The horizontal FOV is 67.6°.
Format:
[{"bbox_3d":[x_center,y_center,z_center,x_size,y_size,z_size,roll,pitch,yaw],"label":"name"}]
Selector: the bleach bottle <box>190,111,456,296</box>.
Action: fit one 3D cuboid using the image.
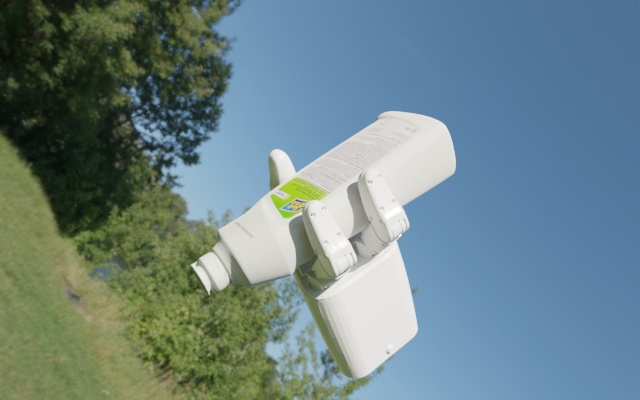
[{"bbox_3d":[0.000,0.001,0.428,0.251,0.068,0.102,-31,27,-22],"label":"bleach bottle"}]
